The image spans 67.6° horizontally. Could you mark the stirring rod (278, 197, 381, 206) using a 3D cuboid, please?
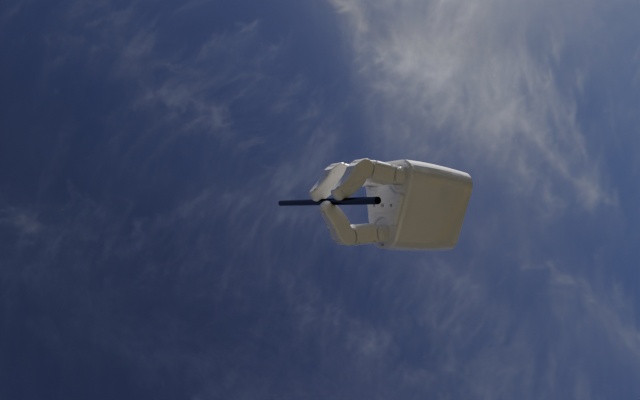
[{"bbox_3d":[0.000,0.002,0.583,0.011,0.011,0.239,0,-1,-28],"label":"stirring rod"}]
